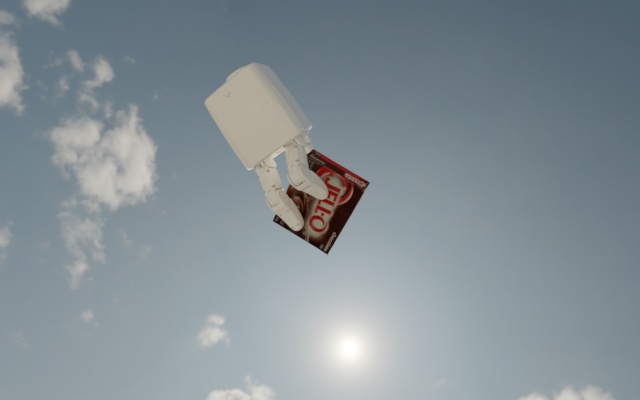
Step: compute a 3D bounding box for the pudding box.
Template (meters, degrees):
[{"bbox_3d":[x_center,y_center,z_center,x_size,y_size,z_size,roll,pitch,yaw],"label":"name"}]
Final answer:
[{"bbox_3d":[0.000,0.002,0.635,0.090,0.113,0.039,31,29,7],"label":"pudding box"}]
